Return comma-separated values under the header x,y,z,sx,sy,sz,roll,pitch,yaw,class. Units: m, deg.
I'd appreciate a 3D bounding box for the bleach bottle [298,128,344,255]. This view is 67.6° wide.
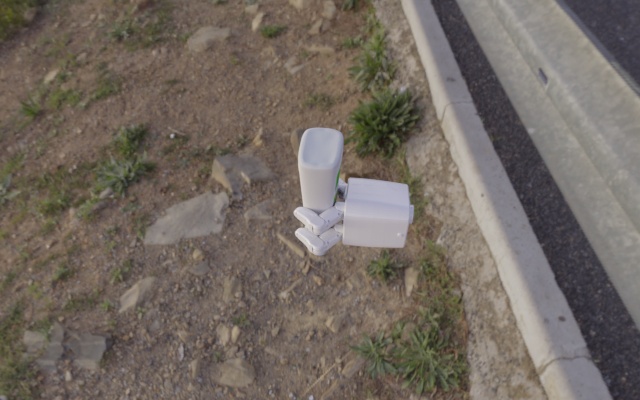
x,y,z,sx,sy,sz,roll,pitch,yaw,class
0.000,0.003,0.829,0.068,0.102,0.251,6,-42,5,bleach bottle
